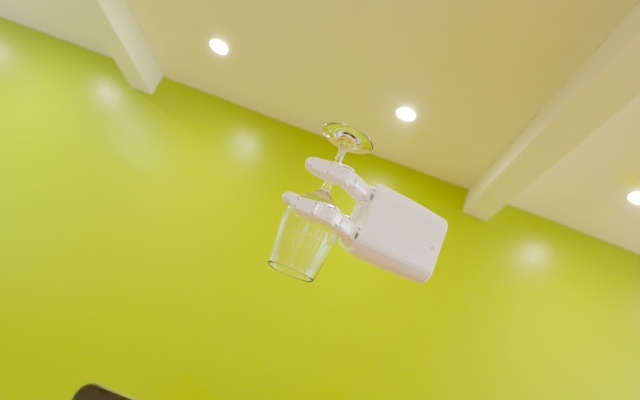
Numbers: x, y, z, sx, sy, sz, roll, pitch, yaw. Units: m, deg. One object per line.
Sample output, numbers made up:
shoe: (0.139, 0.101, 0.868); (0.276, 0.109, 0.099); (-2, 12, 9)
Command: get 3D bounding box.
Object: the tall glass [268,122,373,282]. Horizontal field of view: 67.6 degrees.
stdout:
tall glass: (0.000, 0.001, 0.621); (0.079, 0.201, 0.079); (21, -18, 7)
